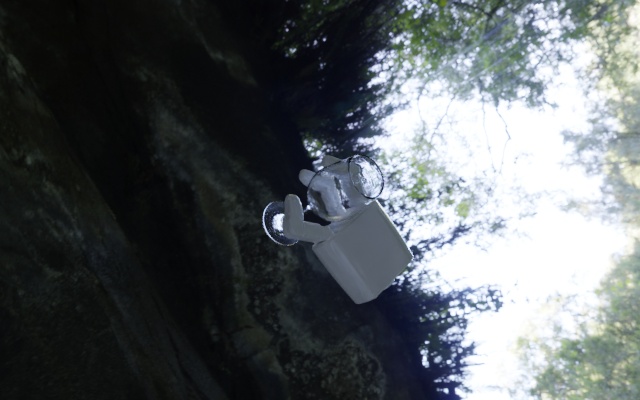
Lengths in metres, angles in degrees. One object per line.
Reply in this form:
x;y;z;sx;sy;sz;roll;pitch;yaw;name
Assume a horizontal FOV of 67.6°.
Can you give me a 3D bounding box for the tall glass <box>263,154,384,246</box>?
0.000;0.002;0.680;0.079;0.079;0.201;0;-20;-39;tall glass
